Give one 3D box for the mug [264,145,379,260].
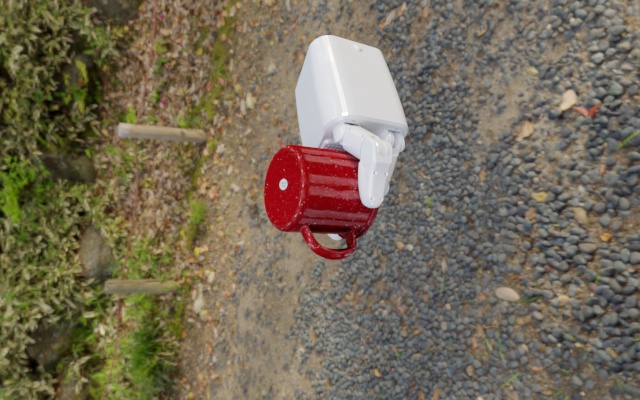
[{"bbox_3d":[0.000,0.003,0.455,0.081,0.117,0.093,4,-29,-32],"label":"mug"}]
